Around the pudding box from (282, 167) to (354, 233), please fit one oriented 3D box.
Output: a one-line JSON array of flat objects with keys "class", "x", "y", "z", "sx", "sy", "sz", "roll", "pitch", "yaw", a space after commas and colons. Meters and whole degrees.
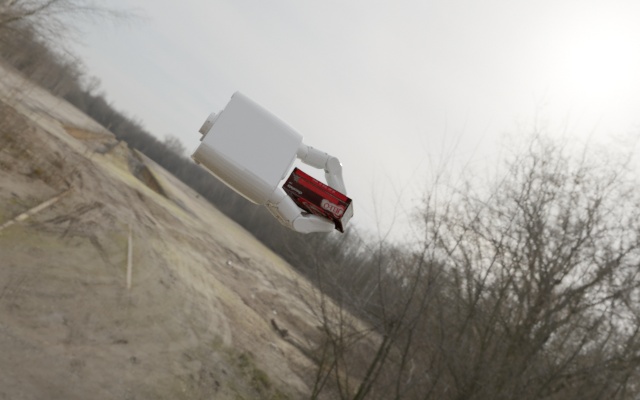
[{"class": "pudding box", "x": 0.000, "y": 0.002, "z": 0.665, "sx": 0.090, "sy": 0.039, "sz": 0.113, "roll": 31, "pitch": -6, "yaw": 11}]
